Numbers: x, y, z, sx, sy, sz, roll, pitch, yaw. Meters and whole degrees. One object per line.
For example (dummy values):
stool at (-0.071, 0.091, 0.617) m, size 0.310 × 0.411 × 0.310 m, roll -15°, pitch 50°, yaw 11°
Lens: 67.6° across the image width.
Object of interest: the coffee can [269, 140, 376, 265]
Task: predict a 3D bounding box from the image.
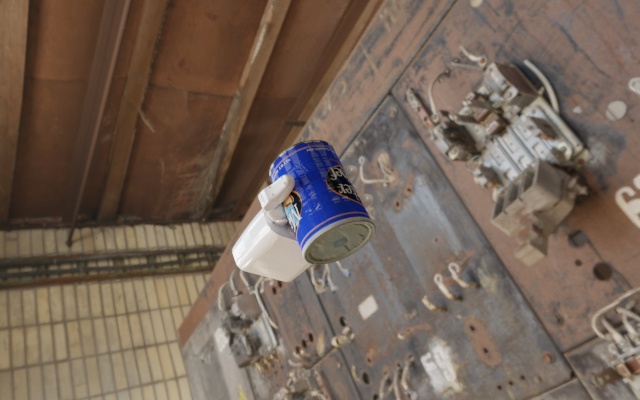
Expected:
coffee can at (0.000, 0.002, 0.657) m, size 0.103 × 0.140 × 0.103 m, roll -19°, pitch -30°, yaw -11°
